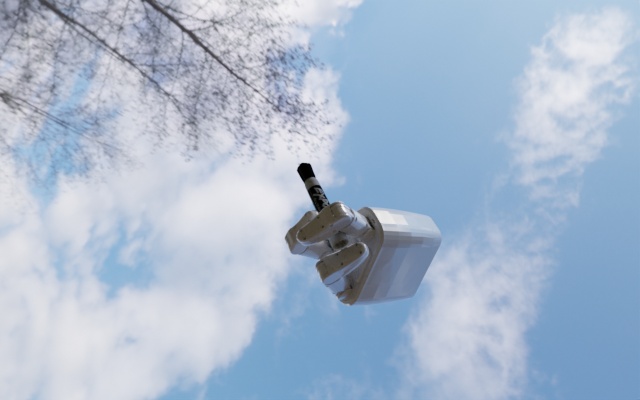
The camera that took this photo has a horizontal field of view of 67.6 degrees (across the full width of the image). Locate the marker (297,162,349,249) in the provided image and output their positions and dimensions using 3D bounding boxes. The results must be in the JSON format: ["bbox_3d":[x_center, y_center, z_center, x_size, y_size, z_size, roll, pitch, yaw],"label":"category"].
[{"bbox_3d":[0.000,0.002,0.535,0.020,0.121,0.020,-17,-36,-13],"label":"marker"}]
